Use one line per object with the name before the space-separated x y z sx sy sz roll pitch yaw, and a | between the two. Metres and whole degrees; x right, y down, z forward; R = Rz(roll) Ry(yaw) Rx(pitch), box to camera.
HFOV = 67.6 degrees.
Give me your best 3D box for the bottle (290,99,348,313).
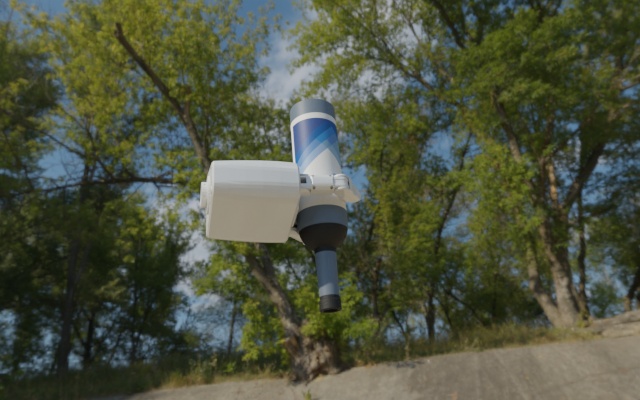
bottle | 0.000 0.002 0.646 0.069 0.295 0.069 -4 -25 -2
